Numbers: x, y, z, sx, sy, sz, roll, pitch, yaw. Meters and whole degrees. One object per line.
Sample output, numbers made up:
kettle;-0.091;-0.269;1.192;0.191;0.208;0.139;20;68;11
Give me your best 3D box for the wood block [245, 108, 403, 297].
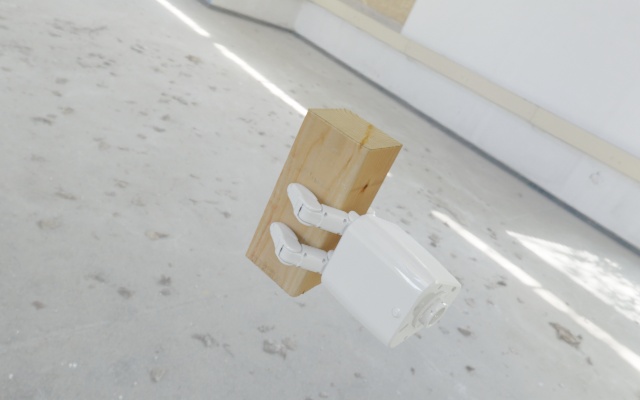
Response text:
wood block;0.001;0.002;0.577;0.090;0.206;0.091;37;27;22
